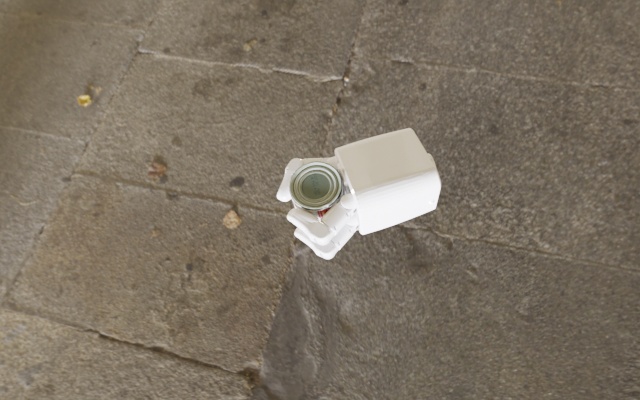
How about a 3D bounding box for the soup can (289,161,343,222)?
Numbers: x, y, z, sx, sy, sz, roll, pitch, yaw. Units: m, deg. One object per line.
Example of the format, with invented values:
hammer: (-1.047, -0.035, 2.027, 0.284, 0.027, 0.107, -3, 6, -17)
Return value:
soup can: (0.000, 0.002, 0.623, 0.068, 0.068, 0.102, 0, -24, 7)
